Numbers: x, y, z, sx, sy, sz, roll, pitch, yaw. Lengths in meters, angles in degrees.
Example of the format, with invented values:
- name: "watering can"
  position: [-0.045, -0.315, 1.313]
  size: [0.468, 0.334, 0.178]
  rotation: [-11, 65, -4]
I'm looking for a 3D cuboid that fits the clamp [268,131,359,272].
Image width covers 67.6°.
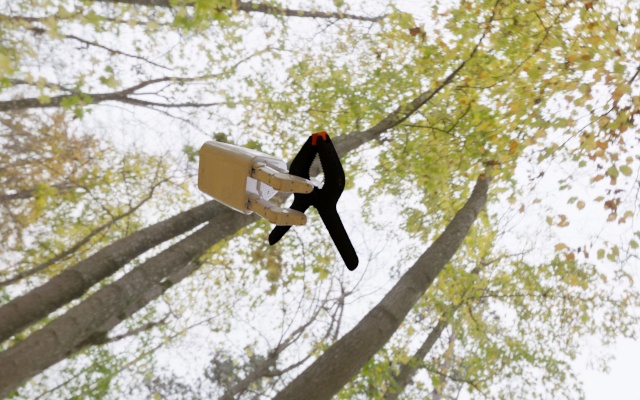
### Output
- name: "clamp"
  position: [0.000, 0.002, 0.731]
  size: [0.164, 0.210, 0.036]
  rotation: [21, 24, 24]
